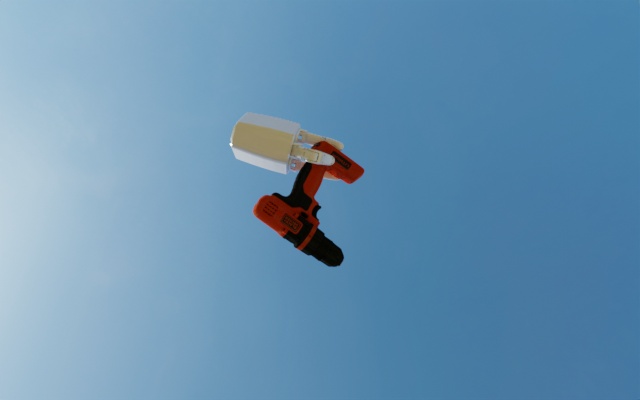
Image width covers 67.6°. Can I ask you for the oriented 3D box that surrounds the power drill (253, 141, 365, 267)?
[{"bbox_3d":[0.000,0.002,0.855,0.184,0.187,0.057,36,-17,-9],"label":"power drill"}]
